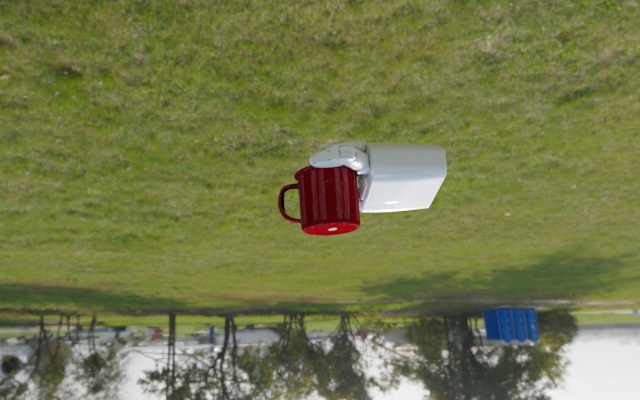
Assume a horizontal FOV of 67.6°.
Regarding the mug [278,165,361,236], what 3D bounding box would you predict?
[{"bbox_3d":[-0.001,0.002,0.659,0.117,0.081,0.093,-3,-15,-4],"label":"mug"}]
